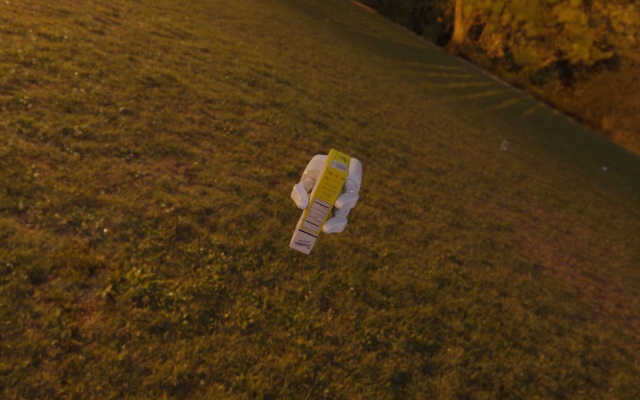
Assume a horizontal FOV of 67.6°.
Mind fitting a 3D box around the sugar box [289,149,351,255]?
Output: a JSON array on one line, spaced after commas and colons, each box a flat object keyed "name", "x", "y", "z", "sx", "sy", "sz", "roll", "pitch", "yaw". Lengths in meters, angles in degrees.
[{"name": "sugar box", "x": 0.001, "y": 0.003, "z": 0.868, "sx": 0.048, "sy": 0.176, "sz": 0.093, "roll": 22, "pitch": 26, "yaw": -2}]
